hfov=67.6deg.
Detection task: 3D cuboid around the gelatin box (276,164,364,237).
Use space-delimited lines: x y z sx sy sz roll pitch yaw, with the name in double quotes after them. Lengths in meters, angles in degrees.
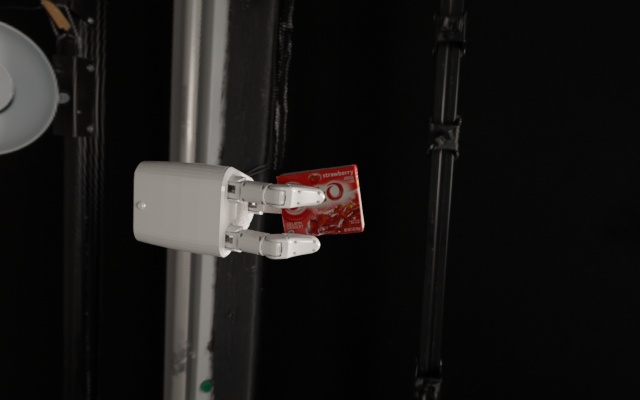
0.000 0.002 0.531 0.089 0.073 0.030 -7 8 8 "gelatin box"
